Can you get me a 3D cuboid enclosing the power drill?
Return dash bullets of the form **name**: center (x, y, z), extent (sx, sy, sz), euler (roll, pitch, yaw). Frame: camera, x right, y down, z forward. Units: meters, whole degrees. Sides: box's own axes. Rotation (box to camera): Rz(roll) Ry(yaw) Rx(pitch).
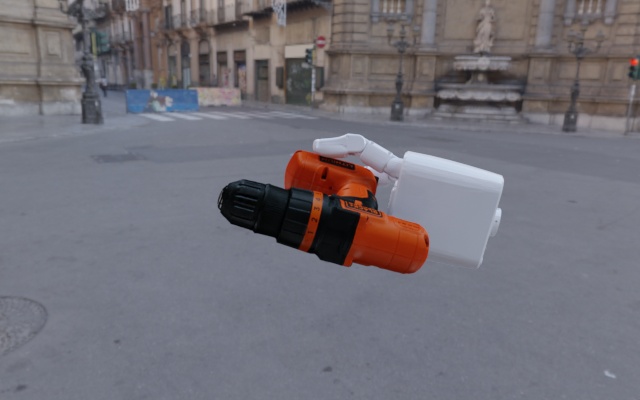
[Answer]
- **power drill**: center (0.000, 0.001, 0.473), extent (0.184, 0.057, 0.187), euler (17, 18, -9)
